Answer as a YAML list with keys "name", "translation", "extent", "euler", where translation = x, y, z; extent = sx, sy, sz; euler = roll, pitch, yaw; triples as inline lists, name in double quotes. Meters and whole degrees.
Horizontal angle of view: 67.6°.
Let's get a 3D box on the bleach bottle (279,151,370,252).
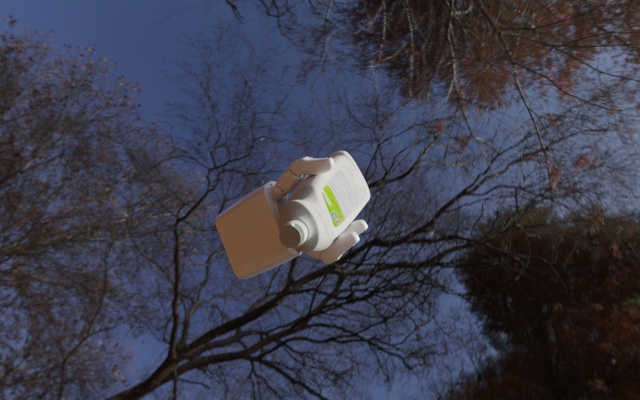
- name: "bleach bottle"
  translation: [0.000, 0.002, 0.666]
  extent: [0.068, 0.102, 0.250]
  euler: [-29, 4, 24]
